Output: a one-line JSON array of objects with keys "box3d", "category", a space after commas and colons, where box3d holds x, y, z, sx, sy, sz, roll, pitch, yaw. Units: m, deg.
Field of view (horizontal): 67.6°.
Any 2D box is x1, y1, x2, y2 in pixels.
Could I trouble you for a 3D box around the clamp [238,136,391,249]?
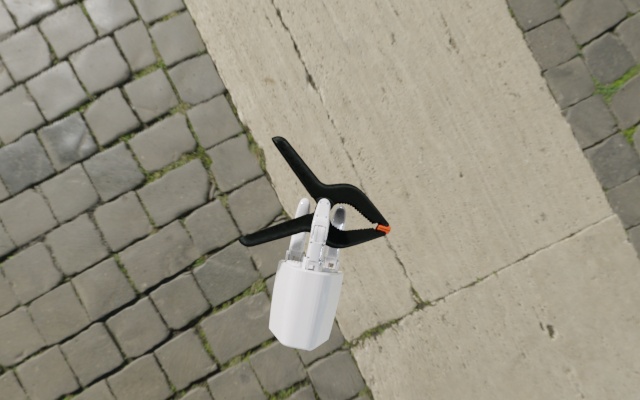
[{"box3d": [0.001, 0.003, 0.686, 0.210, 0.164, 0.036, 11, -4, -2], "category": "clamp"}]
